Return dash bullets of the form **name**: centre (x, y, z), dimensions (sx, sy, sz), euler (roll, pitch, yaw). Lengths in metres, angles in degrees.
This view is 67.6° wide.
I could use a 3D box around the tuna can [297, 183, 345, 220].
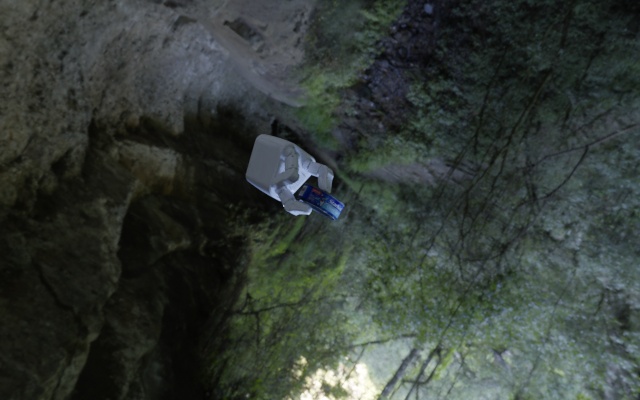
- **tuna can**: centre (0.000, 0.003, 0.894), dimensions (0.086, 0.033, 0.086), euler (29, -7, 4)
